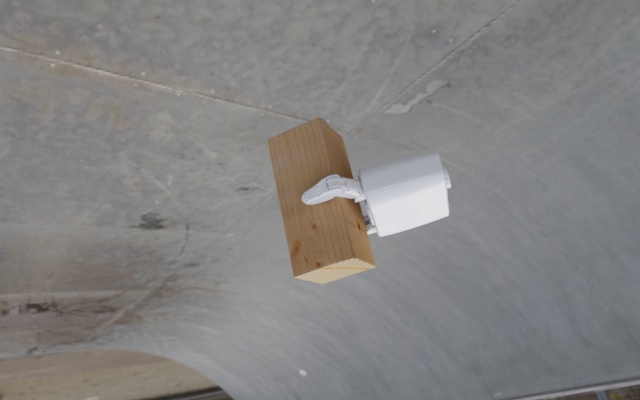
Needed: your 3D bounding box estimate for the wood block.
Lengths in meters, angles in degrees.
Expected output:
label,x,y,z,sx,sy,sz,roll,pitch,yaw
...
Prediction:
label,x,y,z,sx,sy,sz,roll,pitch,yaw
wood block,0.000,0.002,0.676,0.090,0.206,0.091,-21,-22,19
